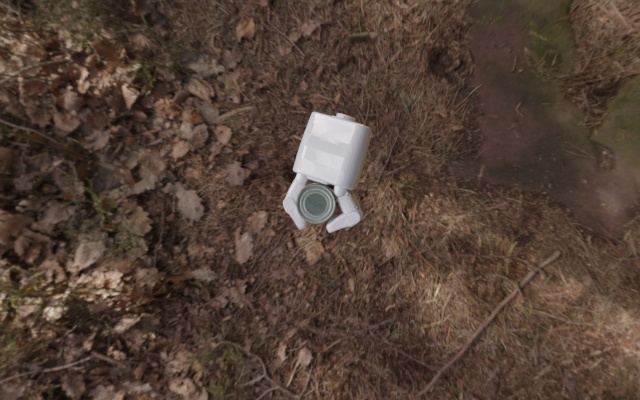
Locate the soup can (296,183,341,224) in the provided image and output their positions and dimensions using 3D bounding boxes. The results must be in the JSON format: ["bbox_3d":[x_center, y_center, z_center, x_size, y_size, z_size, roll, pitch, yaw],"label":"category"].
[{"bbox_3d":[0.000,0.003,0.819,0.068,0.068,0.102,0,3,8],"label":"soup can"}]
